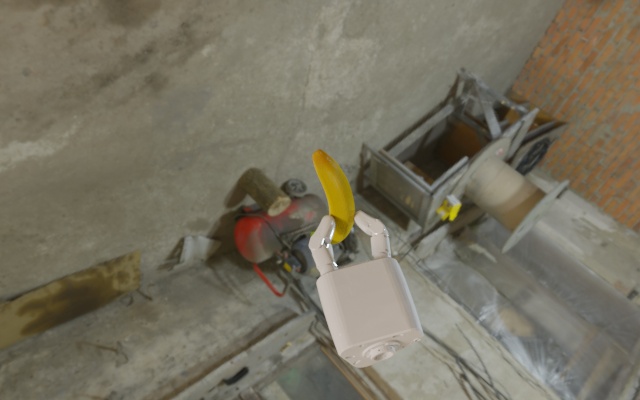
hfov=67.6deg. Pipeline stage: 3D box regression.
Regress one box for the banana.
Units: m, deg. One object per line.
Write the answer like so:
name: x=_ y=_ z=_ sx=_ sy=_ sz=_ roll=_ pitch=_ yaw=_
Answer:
banana: x=0.018 y=0.009 z=0.706 sx=0.069 sy=0.037 sz=0.198 roll=13 pitch=-41 yaw=8
